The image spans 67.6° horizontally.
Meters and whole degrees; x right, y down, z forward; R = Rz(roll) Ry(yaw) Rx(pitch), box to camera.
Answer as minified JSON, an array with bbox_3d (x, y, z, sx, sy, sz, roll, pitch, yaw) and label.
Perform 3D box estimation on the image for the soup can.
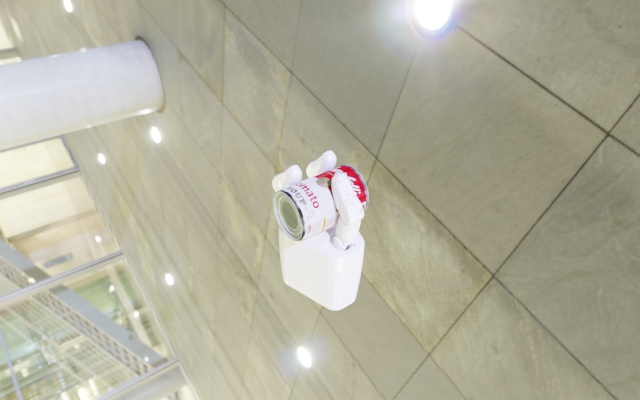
[{"bbox_3d":[0.000,0.002,0.598,0.102,0.068,0.068,-23,12,-29],"label":"soup can"}]
